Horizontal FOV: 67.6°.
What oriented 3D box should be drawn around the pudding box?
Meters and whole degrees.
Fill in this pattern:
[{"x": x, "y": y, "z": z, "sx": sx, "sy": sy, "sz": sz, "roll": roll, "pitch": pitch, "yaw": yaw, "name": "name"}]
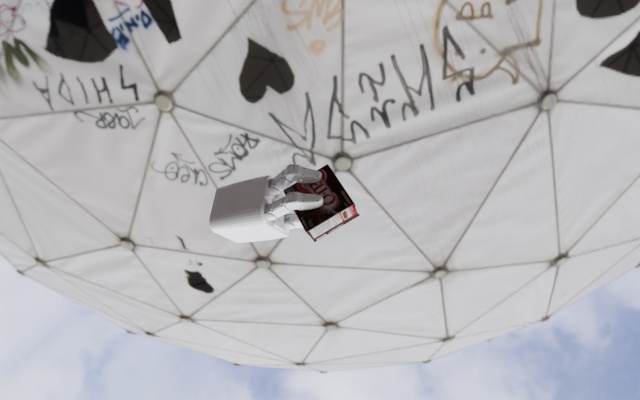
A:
[{"x": 0.000, "y": 0.003, "z": 0.790, "sx": 0.090, "sy": 0.113, "sz": 0.039, "roll": -31, "pitch": -41, "yaw": 0, "name": "pudding box"}]
